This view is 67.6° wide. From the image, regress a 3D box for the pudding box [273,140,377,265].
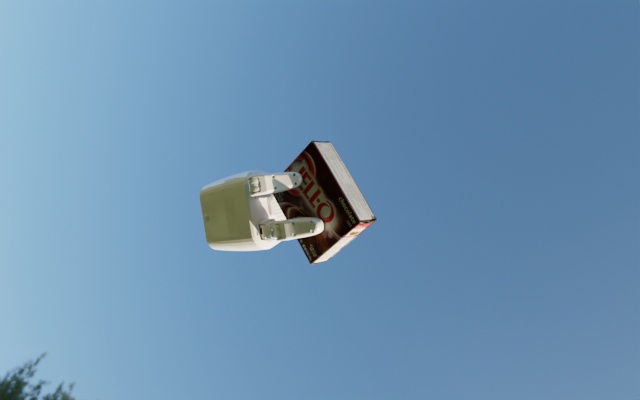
[{"bbox_3d":[0.000,0.002,0.546,0.039,0.113,0.090,-10,-27,-49],"label":"pudding box"}]
